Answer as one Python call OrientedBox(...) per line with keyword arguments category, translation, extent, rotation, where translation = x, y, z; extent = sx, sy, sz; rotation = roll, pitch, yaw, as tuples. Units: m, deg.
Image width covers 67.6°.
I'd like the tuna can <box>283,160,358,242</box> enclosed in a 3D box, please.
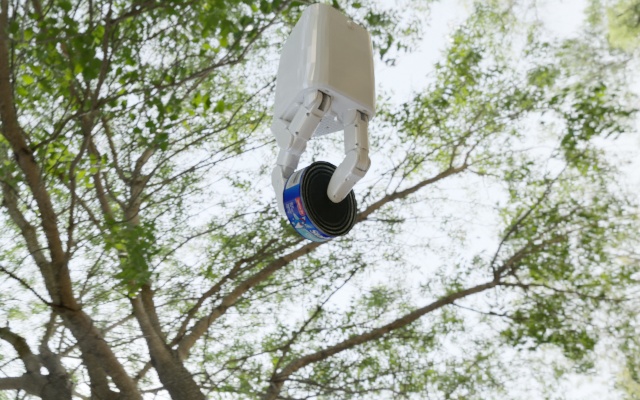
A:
OrientedBox(category="tuna can", translation=(0.000, 0.002, 0.524), extent=(0.034, 0.086, 0.086), rotation=(-21, -14, 41))
